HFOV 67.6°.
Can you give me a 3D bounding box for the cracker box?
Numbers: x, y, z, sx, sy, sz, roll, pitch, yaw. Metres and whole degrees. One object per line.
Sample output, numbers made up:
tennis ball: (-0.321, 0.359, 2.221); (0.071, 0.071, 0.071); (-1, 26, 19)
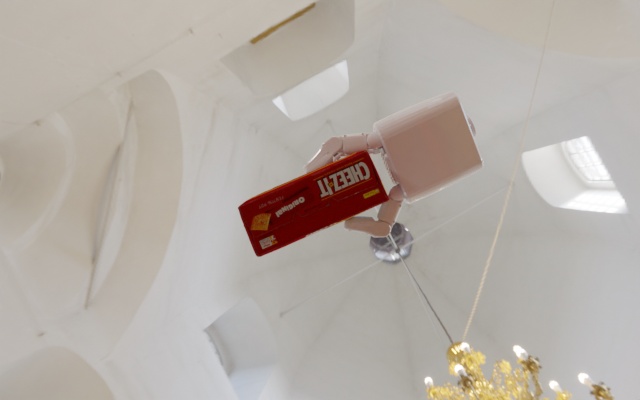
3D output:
cracker box: (0.000, 0.002, 0.634); (0.164, 0.072, 0.213); (-24, -3, 5)
